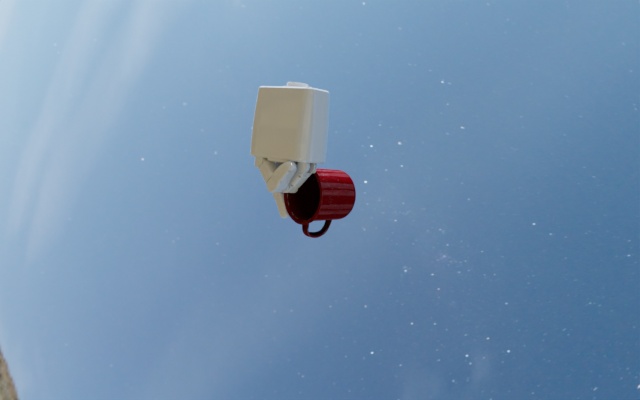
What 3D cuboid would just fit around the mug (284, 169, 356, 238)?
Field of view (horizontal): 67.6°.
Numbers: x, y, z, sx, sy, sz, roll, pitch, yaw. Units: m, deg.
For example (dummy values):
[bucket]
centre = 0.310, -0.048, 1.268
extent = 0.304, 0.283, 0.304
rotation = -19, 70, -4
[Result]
[mug]
centre = 0.000, 0.004, 0.760
extent = 0.081, 0.117, 0.093
rotation = -1, 11, -42
